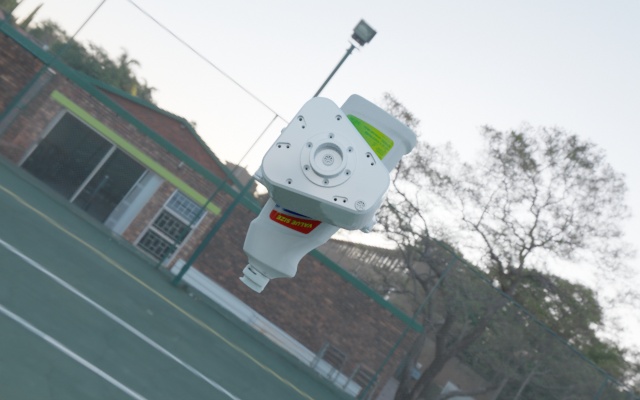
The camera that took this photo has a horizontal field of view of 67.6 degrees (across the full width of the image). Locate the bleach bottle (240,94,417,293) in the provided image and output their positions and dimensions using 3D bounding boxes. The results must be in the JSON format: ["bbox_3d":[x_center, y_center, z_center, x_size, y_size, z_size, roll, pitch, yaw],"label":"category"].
[{"bbox_3d":[0.000,0.002,0.557,0.102,0.251,0.068,36,-7,7],"label":"bleach bottle"}]
